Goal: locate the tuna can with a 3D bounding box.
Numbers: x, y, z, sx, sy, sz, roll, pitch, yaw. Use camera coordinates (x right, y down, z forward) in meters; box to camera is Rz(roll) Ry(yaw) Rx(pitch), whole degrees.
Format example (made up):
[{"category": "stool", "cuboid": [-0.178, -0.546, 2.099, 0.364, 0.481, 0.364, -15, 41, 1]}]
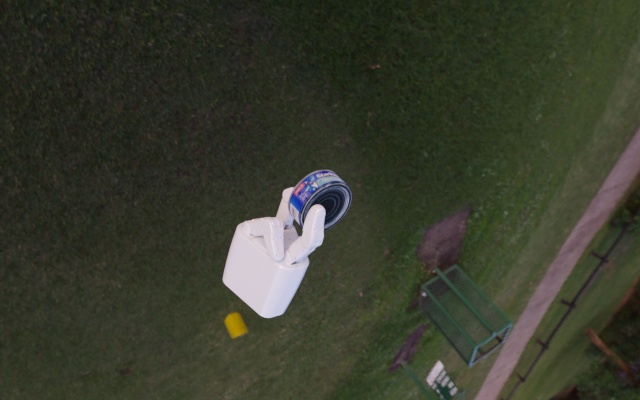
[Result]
[{"category": "tuna can", "cuboid": [0.000, 0.002, 0.656, 0.086, 0.086, 0.033, 0, 34, -41]}]
